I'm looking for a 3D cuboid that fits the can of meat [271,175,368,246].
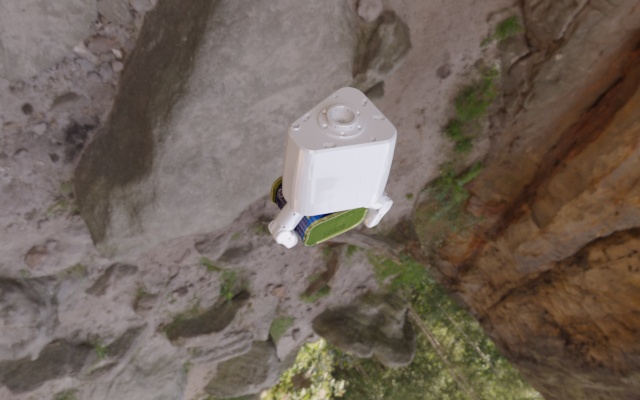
[{"bbox_3d":[0.000,0.002,0.618,0.102,0.084,0.057,-23,-31,-25],"label":"can of meat"}]
